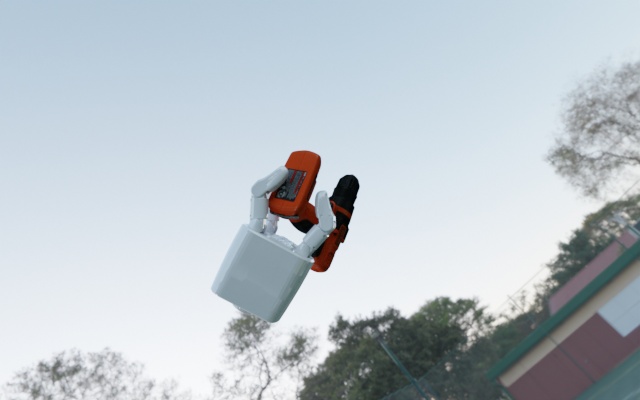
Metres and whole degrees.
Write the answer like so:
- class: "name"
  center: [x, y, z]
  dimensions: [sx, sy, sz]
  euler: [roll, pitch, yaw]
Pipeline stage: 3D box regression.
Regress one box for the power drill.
- class: "power drill"
  center: [0.000, 0.002, 0.758]
  dimensions: [0.057, 0.184, 0.188]
  euler: [9, -25, 29]
